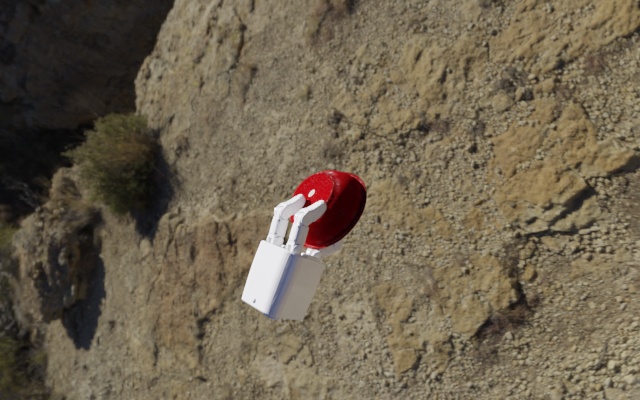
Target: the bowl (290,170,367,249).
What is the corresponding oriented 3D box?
[{"bbox_3d":[0.000,0.001,0.847,0.162,0.162,0.055,0,-32,43],"label":"bowl"}]
